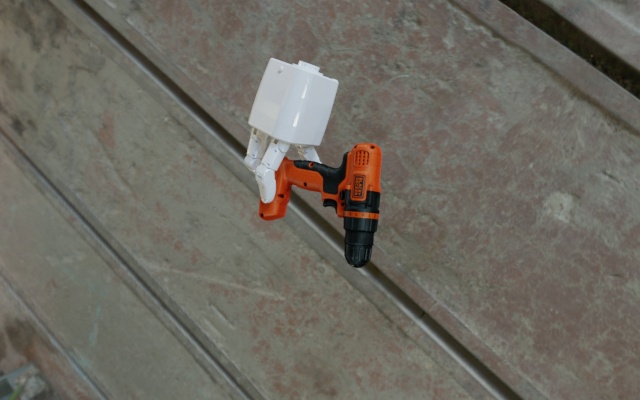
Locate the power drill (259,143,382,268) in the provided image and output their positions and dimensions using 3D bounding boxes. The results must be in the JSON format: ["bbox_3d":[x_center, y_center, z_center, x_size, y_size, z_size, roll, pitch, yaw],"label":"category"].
[{"bbox_3d":[0.000,0.002,0.732,0.187,0.184,0.057,5,-3,21],"label":"power drill"}]
